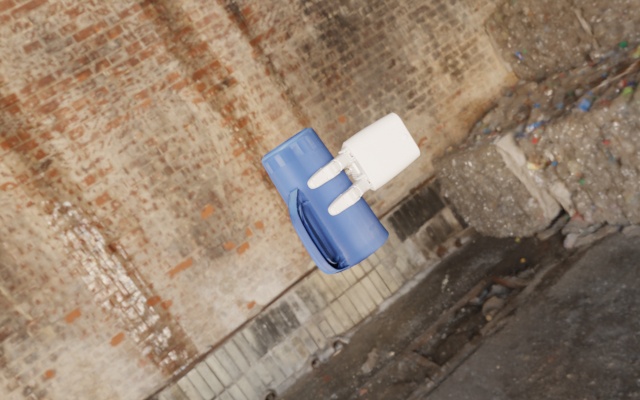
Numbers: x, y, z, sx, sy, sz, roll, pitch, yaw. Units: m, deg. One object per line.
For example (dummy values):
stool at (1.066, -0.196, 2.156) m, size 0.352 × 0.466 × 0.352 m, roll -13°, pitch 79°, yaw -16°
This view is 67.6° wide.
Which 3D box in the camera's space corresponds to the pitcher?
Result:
pitcher at (0.000, 0.003, 0.834) m, size 0.145 × 0.243 × 0.149 m, roll -35°, pitch 8°, yaw -9°
